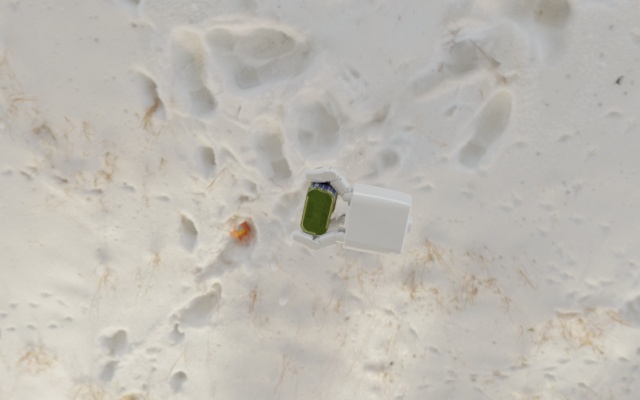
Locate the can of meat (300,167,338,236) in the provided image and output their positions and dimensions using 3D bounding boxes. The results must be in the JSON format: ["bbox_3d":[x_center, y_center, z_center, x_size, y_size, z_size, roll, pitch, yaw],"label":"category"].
[{"bbox_3d":[0.000,0.003,0.882,0.057,0.102,0.084,13,30,2],"label":"can of meat"}]
